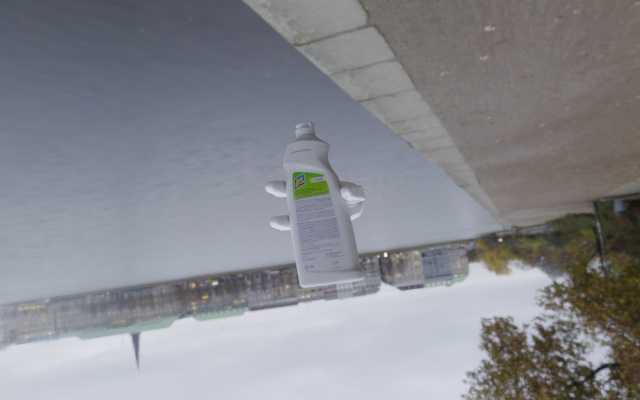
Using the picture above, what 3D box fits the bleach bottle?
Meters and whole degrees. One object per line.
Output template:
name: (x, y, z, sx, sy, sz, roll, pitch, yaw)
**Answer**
bleach bottle: (0.000, 0.002, 0.739, 0.102, 0.251, 0.068, -8, -7, 6)
